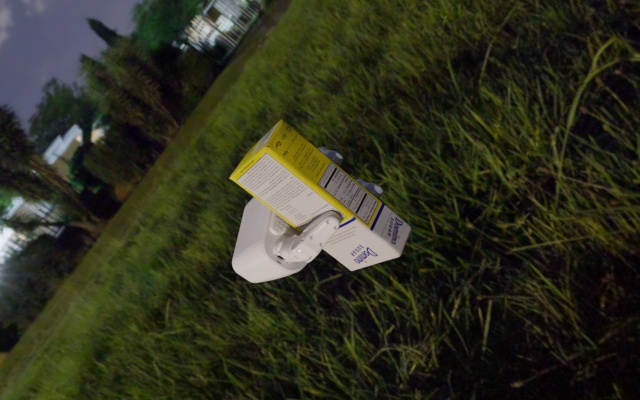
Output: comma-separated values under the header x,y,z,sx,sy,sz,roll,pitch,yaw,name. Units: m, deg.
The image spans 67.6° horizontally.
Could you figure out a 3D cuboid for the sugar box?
x,y,z,sx,sy,sz,roll,pitch,yaw,name
0.000,0.001,0.500,0.176,0.048,0.093,37,-32,-16,sugar box
